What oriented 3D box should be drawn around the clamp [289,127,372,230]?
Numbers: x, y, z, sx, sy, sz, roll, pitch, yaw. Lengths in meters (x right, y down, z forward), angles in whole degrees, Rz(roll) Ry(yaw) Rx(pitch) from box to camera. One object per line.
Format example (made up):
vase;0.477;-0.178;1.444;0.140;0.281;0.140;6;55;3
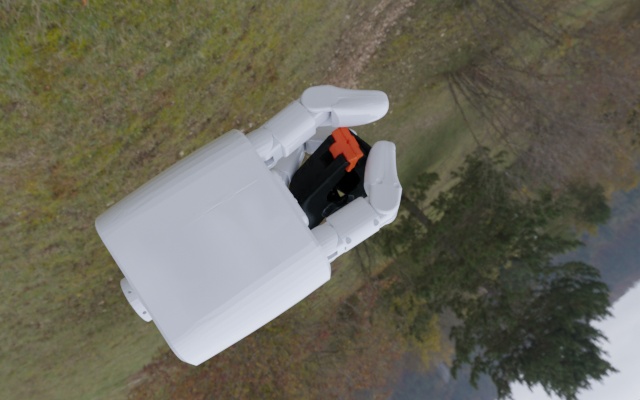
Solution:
clamp;0.000;0.002;0.404;0.120;0.039;0.171;-33;-21;-11
